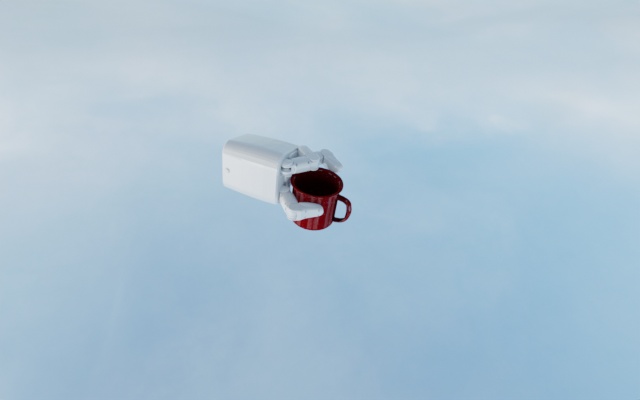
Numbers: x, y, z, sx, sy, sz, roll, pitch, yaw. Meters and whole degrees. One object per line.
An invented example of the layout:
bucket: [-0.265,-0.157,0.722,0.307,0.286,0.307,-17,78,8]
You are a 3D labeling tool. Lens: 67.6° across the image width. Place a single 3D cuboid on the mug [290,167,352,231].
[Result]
mug: [0.001,0.003,0.843,0.117,0.082,0.093,20,38,14]
